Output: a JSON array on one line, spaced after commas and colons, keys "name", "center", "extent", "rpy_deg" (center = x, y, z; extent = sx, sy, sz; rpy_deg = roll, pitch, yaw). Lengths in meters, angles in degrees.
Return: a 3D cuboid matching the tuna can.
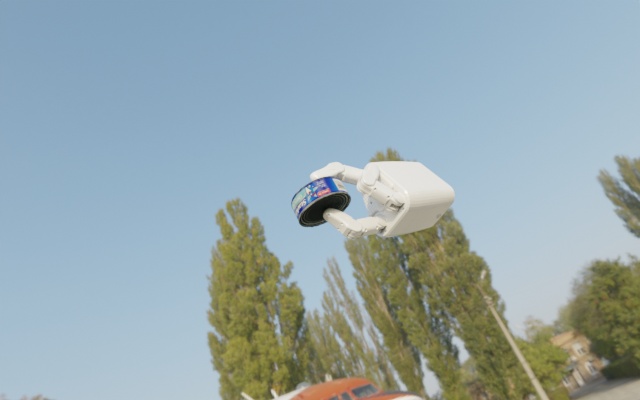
[{"name": "tuna can", "center": [0.000, 0.002, 0.711], "extent": [0.086, 0.033, 0.086], "rpy_deg": [-23, -26, -12]}]
